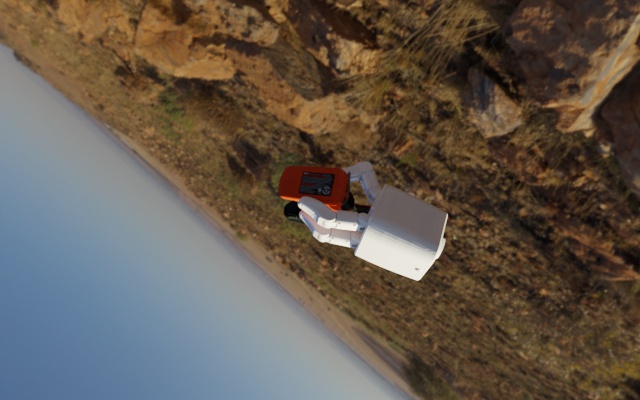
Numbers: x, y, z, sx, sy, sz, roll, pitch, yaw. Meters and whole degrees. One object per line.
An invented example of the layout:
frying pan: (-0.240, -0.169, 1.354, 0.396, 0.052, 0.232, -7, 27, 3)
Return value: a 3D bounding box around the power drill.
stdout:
power drill: (0.000, 0.003, 0.785, 0.184, 0.057, 0.188, 3, -17, 20)
